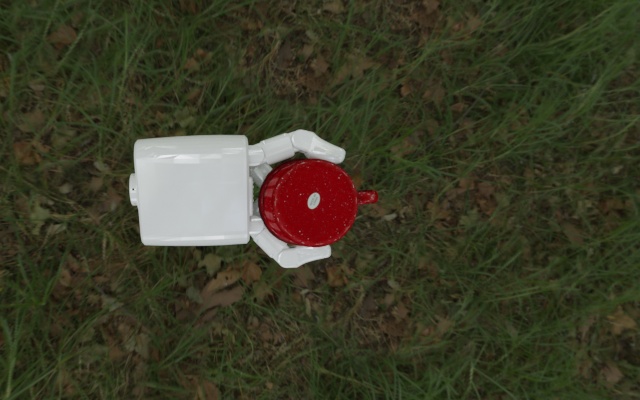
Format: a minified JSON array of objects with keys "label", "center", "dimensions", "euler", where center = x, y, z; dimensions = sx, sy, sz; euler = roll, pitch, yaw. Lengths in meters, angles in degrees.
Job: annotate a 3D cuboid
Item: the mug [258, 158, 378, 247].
[{"label":"mug","center":[0.002,0.002,0.470],"dimensions":[0.117,0.093,0.081],"euler":[-2,1,-12]}]
